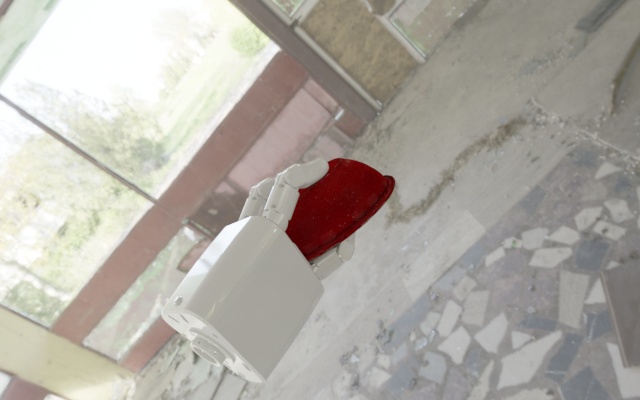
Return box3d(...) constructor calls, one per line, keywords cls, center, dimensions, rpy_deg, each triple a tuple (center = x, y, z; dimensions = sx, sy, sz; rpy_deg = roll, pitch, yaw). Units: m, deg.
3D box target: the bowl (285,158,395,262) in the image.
box3d(cls="bowl", center=(0.000, 0.001, 0.524), dimensions=(0.162, 0.055, 0.162), rpy_deg=(-34, 12, 8))
